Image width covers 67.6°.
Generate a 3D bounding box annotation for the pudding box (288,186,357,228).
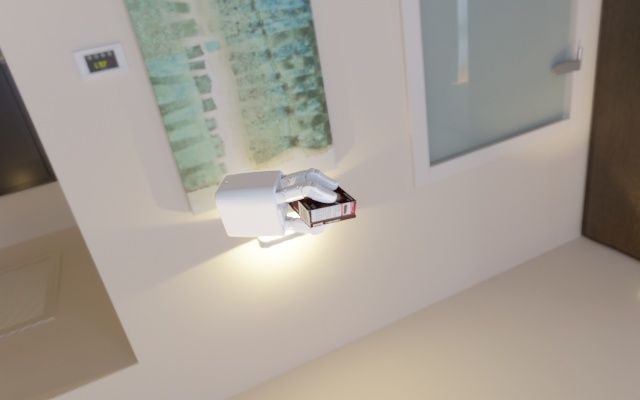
[{"bbox_3d":[0.000,0.003,0.847,0.090,0.039,0.113,-13,29,-19],"label":"pudding box"}]
